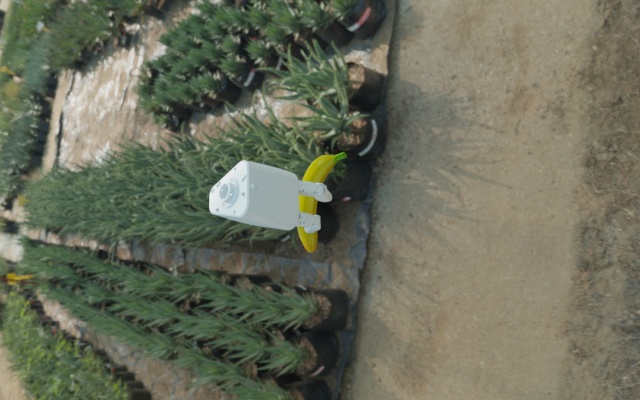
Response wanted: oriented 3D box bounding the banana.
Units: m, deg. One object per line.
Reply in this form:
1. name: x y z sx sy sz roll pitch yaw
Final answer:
1. banana: -0.012 -0.004 0.898 0.069 0.198 0.037 16 -2 41
